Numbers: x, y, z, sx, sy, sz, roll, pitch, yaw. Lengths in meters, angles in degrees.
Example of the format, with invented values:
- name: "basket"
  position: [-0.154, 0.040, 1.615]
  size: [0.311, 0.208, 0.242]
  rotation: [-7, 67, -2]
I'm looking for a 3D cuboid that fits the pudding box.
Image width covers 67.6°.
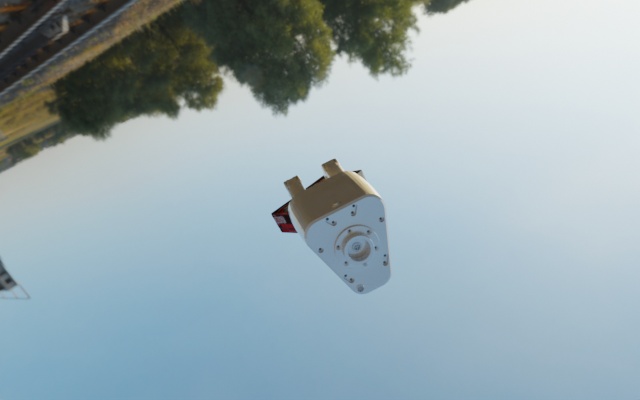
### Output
- name: "pudding box"
  position: [0.000, 0.002, 0.661]
  size: [0.113, 0.039, 0.090]
  rotation: [-35, 18, -30]
